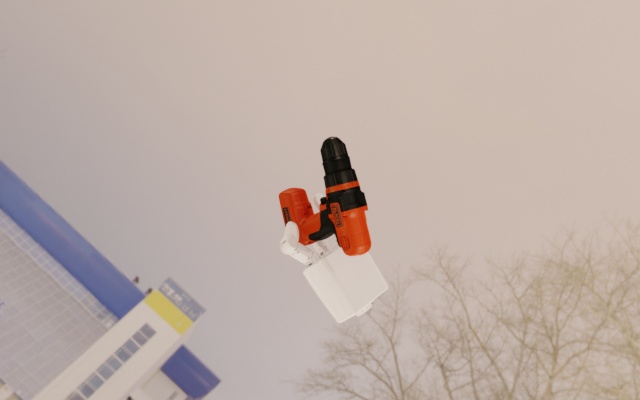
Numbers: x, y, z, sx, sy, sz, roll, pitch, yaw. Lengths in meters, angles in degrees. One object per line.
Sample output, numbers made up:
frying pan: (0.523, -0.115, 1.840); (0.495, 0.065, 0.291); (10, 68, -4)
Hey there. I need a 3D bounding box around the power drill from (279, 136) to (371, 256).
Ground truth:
power drill: (0.000, 0.003, 0.780); (0.057, 0.184, 0.187); (-12, -1, -32)
